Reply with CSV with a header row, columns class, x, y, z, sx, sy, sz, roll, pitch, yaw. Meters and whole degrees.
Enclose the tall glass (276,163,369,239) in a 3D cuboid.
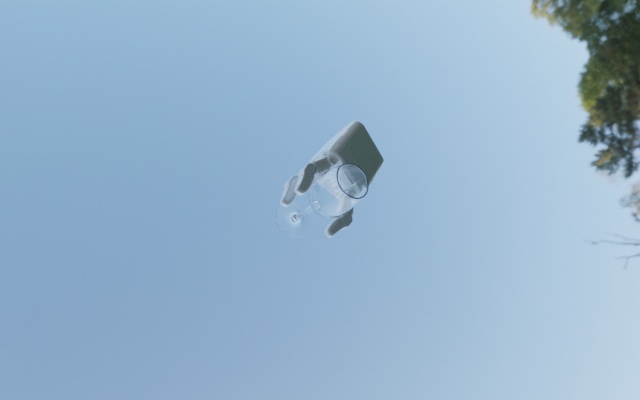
class,x,y,z,sx,sy,sz,roll,pitch,yaw
tall glass,0.000,0.003,0.830,0.079,0.079,0.201,0,-20,-33
